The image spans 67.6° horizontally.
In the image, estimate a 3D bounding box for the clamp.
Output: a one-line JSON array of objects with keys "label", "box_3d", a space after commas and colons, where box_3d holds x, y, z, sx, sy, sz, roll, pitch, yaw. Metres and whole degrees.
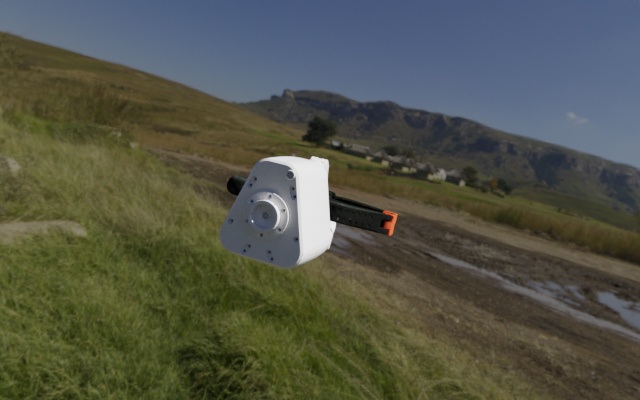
[{"label": "clamp", "box_3d": [0.001, 0.001, 0.644, 0.210, 0.036, 0.164, 16, 7, 13]}]
